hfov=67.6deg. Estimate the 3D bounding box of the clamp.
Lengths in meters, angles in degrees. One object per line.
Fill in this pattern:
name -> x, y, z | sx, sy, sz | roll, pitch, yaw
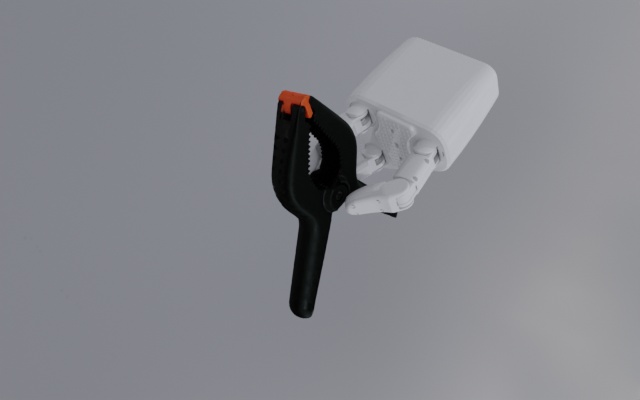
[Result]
clamp -> 0.001, 0.001, 0.431 | 0.036, 0.164, 0.210 | 20, -29, 37
